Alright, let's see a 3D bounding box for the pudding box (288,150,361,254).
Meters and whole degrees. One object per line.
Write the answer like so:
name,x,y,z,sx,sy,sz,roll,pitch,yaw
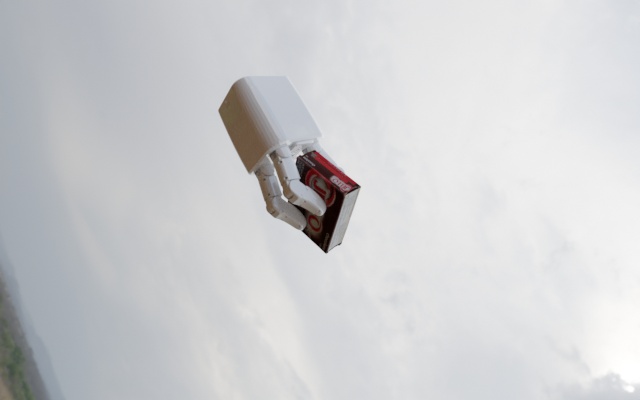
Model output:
pudding box,0.000,0.002,0.647,0.039,0.114,0.090,-27,55,-36
